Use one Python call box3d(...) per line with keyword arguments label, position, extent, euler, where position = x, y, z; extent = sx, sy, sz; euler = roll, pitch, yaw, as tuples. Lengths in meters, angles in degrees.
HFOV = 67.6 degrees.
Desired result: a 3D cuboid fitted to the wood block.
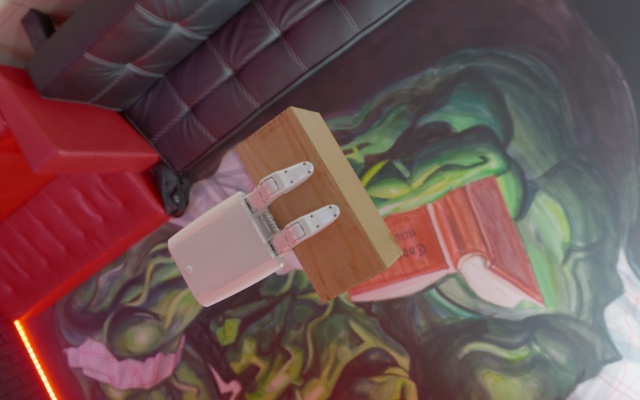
box3d(label="wood block", position=(0.000, 0.002, 0.568), extent=(0.090, 0.206, 0.091), euler=(-33, -7, 20))
